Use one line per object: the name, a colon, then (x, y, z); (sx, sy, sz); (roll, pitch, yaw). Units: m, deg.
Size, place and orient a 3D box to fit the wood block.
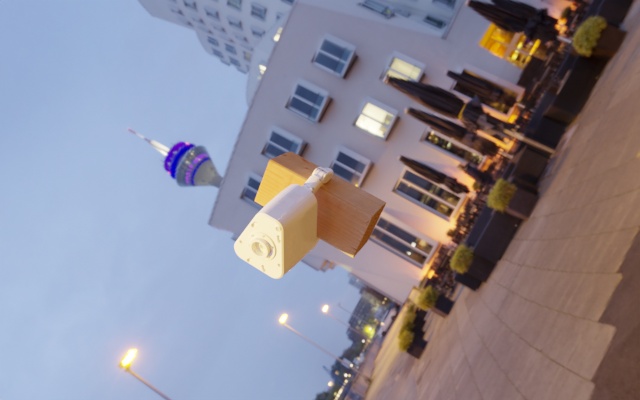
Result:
wood block: (0.000, 0.003, 0.860); (0.206, 0.091, 0.090); (29, 24, 13)
